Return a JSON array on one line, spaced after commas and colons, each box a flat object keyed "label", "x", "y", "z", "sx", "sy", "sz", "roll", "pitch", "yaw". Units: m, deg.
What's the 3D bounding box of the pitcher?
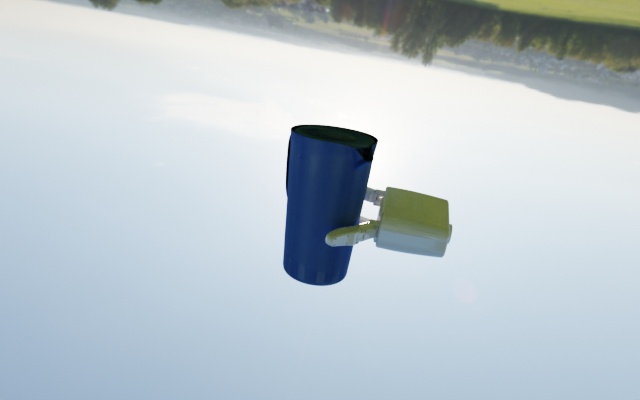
[{"label": "pitcher", "x": 0.000, "y": 0.003, "z": 0.761, "sx": 0.145, "sy": 0.243, "sz": 0.149, "roll": 10, "pitch": 19, "yaw": 4}]
